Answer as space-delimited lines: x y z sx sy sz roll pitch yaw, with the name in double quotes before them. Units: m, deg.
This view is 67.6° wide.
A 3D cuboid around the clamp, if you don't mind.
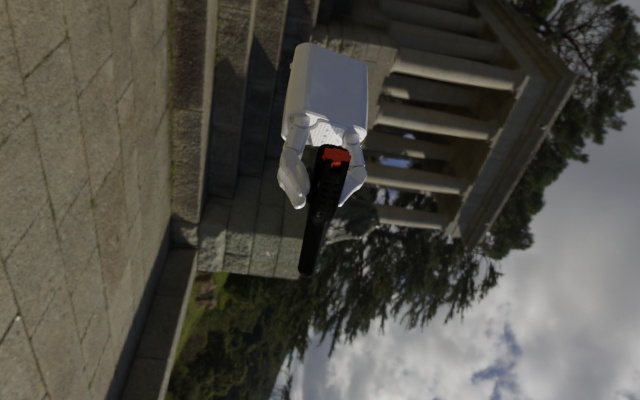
"clamp" 0.001 0.002 0.593 0.036 0.164 0.210 6 -18 -8
